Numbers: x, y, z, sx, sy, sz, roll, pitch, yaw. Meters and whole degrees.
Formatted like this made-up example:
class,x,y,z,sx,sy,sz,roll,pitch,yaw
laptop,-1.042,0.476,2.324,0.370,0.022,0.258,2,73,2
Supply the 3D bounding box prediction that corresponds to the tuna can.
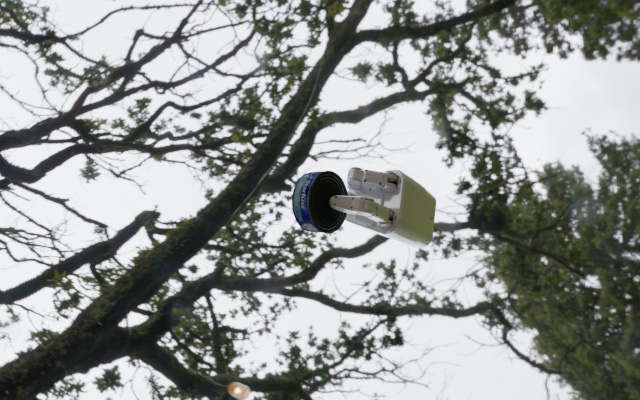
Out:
class,x,y,z,sx,sy,sz,roll,pitch,yaw
tuna can,0.000,0.002,0.658,0.034,0.086,0.086,0,0,40
